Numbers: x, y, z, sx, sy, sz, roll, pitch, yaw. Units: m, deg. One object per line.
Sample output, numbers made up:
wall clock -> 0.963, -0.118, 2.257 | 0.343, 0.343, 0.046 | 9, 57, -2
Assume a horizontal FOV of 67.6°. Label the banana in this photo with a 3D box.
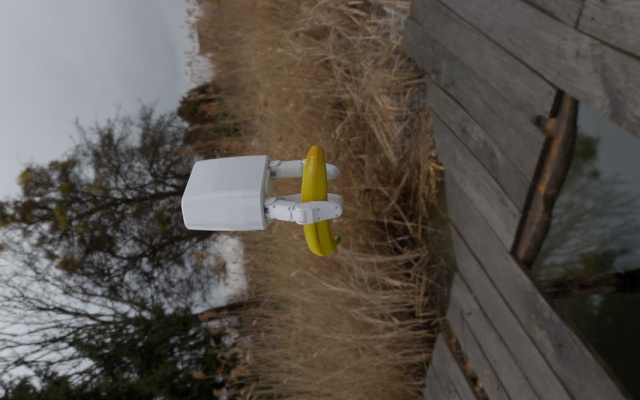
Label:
banana -> -0.003, 0.018, 0.655 | 0.037, 0.069, 0.198 | 2, -43, 12
